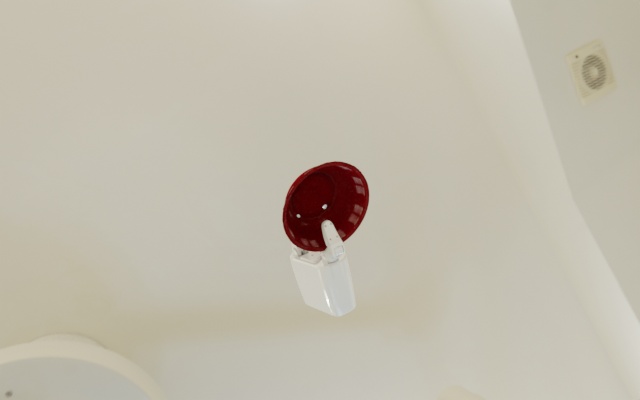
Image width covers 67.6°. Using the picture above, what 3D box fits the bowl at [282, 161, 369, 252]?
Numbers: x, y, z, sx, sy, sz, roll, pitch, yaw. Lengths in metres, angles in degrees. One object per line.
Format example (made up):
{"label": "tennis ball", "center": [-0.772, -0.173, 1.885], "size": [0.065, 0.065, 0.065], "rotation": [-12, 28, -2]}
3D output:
{"label": "bowl", "center": [0.000, 0.001, 0.798], "size": [0.162, 0.162, 0.055], "rotation": [0, 24, -31]}
